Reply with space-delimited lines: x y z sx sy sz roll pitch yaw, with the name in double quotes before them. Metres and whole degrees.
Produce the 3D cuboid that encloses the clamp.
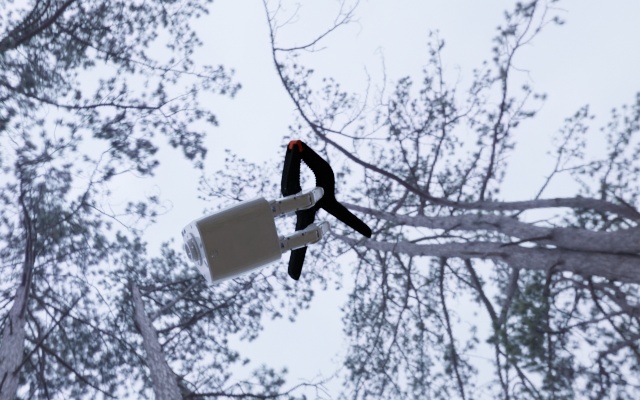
"clamp" -0.001 0.002 0.756 0.164 0.210 0.036 -19 14 -30
